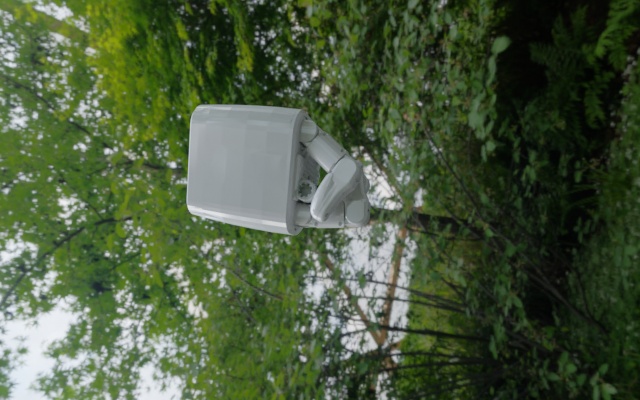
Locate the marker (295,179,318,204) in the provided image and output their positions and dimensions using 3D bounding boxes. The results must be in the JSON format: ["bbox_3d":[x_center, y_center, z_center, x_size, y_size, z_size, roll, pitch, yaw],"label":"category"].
[{"bbox_3d":[0.000,0.002,0.473,0.020,0.020,0.121,0,-10,14],"label":"marker"}]
